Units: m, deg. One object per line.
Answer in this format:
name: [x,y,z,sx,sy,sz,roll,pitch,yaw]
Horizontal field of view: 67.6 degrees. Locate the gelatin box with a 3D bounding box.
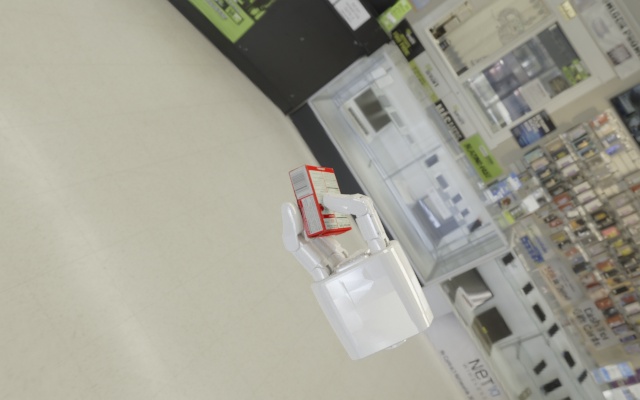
gelatin box: [0.000,0.002,0.607,0.030,0.089,0.073,-21,-10,27]
